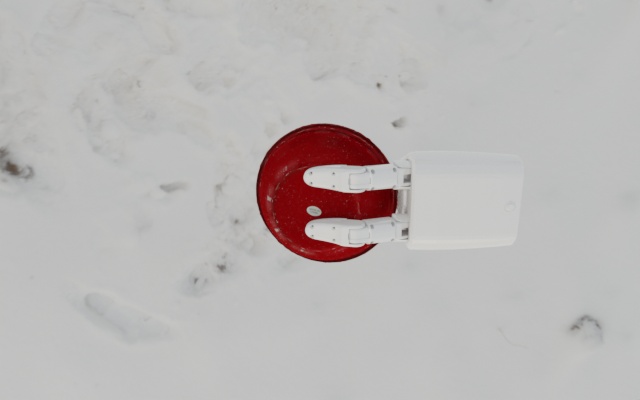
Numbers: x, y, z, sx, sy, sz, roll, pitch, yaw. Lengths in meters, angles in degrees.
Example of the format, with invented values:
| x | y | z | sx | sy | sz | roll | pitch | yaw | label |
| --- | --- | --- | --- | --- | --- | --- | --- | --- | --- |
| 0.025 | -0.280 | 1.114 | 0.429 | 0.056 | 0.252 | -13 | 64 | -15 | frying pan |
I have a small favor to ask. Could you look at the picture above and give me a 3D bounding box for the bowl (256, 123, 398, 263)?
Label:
| x | y | z | sx | sy | sz | roll | pitch | yaw | label |
| --- | --- | --- | --- | --- | --- | --- | --- | --- | --- |
| -0.001 | 0.002 | 0.509 | 0.162 | 0.162 | 0.055 | 0 | 16 | 12 | bowl |
